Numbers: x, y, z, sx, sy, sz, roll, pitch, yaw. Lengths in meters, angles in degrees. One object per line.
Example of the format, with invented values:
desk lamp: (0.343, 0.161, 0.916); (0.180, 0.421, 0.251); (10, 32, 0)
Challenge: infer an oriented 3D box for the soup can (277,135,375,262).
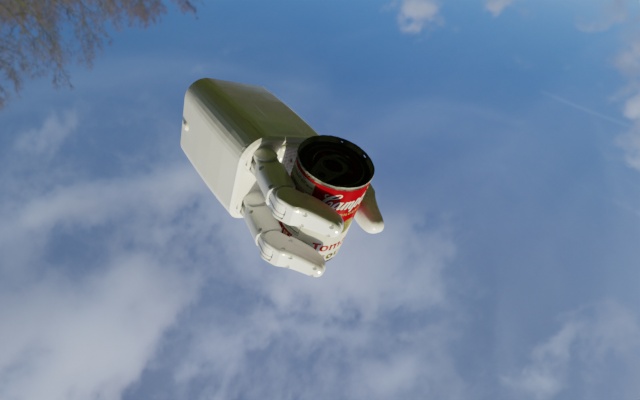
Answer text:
soup can: (0.000, 0.002, 0.434); (0.068, 0.068, 0.102); (0, -44, -22)
